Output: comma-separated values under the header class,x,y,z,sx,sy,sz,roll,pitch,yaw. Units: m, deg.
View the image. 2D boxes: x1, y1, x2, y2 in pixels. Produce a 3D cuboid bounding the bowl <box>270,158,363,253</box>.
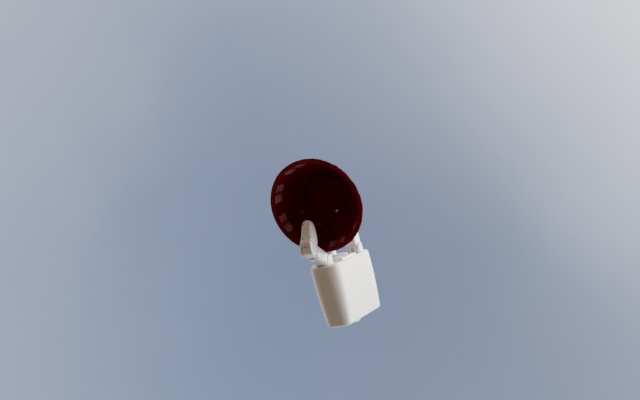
class,x,y,z,sx,sy,sz,roll,pitch,yaw
bowl,0.000,0.001,0.795,0.162,0.162,0.055,0,19,22
